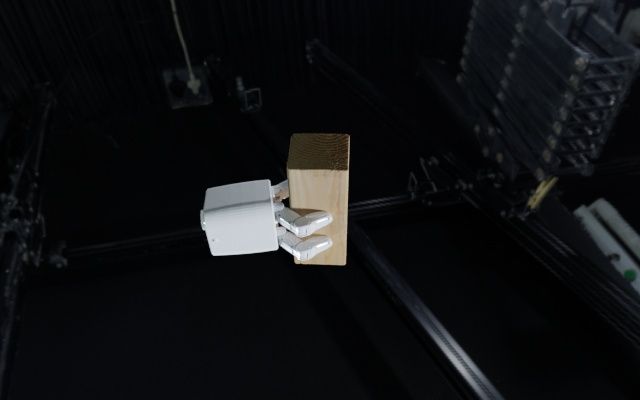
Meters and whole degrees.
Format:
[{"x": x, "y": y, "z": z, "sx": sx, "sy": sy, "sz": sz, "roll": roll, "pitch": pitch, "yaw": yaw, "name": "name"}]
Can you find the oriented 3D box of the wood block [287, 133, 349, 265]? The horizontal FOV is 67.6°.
[{"x": 0.000, "y": 0.002, "z": 0.769, "sx": 0.090, "sy": 0.206, "sz": 0.090, "roll": 1, "pitch": 43, "yaw": 2, "name": "wood block"}]
